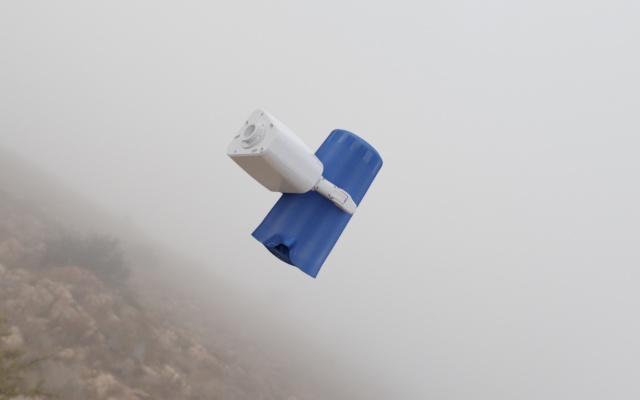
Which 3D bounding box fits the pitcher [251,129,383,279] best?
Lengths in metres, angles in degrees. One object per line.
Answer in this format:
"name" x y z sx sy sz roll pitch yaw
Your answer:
"pitcher" 0.000 0.003 0.833 0.145 0.243 0.149 39 -7 -39
